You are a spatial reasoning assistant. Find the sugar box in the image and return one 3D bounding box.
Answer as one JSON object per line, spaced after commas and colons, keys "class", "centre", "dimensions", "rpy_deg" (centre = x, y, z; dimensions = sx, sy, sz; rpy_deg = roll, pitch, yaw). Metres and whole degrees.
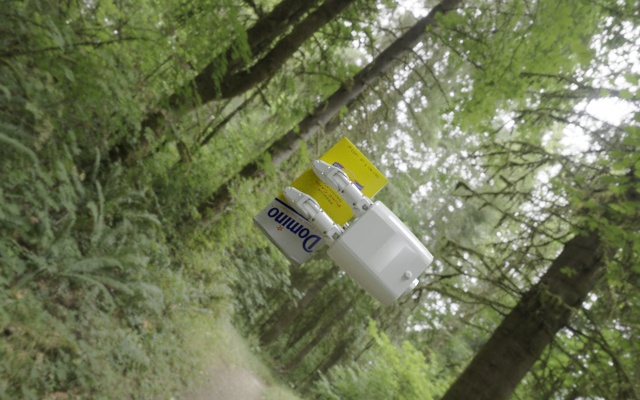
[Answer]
{"class": "sugar box", "centre": [0.000, 0.002, 0.671], "dimensions": [0.176, 0.093, 0.048], "rpy_deg": [-43, -5, -15]}
